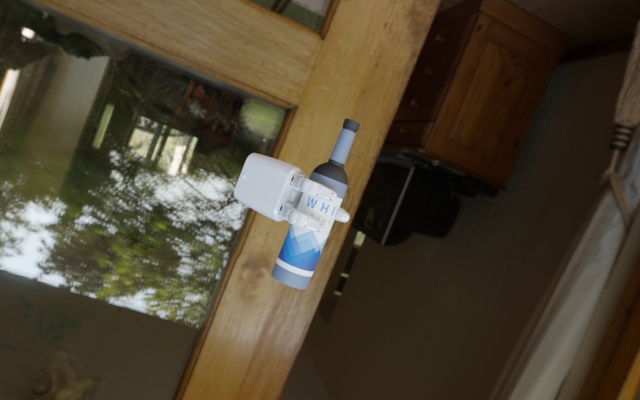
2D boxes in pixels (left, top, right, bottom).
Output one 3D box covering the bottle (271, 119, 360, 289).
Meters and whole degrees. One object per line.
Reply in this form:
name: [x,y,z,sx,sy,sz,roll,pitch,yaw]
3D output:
bottle: [0.000,0.003,0.815,0.069,0.296,0.069,22,3,-1]
